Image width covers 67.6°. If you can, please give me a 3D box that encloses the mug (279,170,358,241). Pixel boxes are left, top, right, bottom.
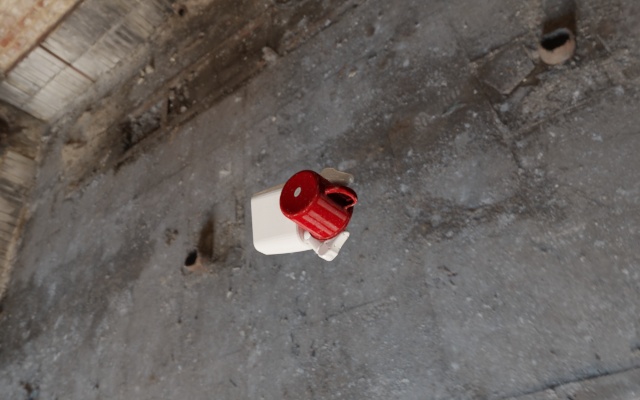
[{"bbox_3d":[0.001,0.002,0.728,0.117,0.093,0.081,-14,-33,35],"label":"mug"}]
